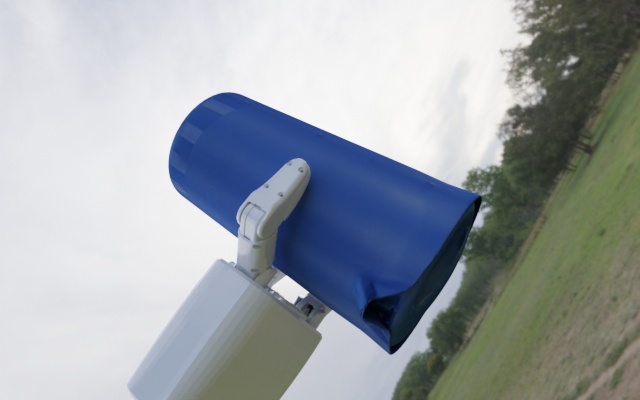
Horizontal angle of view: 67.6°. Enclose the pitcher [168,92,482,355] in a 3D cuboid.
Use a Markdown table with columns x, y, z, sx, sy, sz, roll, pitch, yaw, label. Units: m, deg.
| x | y | z | sx | sy | sz | roll | pitch | yaw | label |
| --- | --- | --- | --- | --- | --- | --- | --- | --- | --- |
| 0.000 | 0.001 | 0.402 | 0.242 | 0.145 | 0.149 | 30 | -15 | 22 | pitcher |
